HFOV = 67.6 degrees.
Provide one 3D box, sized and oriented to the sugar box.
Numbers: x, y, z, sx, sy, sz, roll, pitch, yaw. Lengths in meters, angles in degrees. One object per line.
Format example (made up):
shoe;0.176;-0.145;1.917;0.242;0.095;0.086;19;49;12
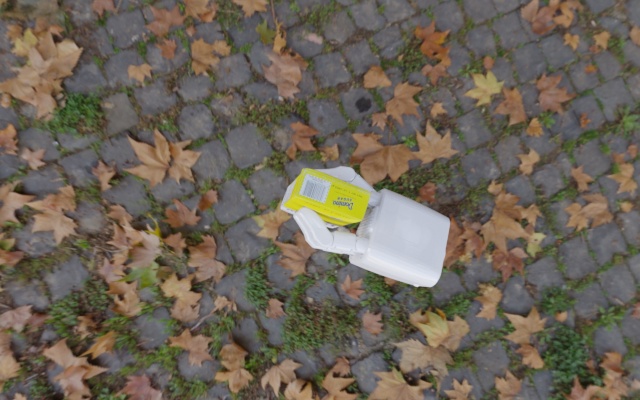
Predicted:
sugar box;0.000;0.003;0.673;0.093;0.048;0.176;21;-12;-7
